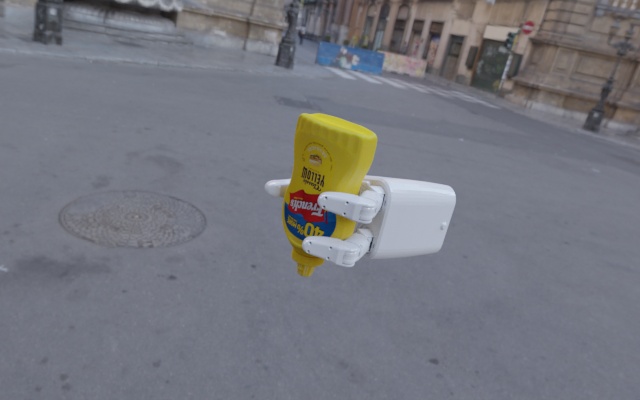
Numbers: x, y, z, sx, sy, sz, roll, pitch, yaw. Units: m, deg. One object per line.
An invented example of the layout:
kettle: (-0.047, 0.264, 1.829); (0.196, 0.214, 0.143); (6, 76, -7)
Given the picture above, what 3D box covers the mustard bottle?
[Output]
mustard bottle: (0.000, 0.002, 0.556); (0.096, 0.192, 0.058); (26, 24, 32)
